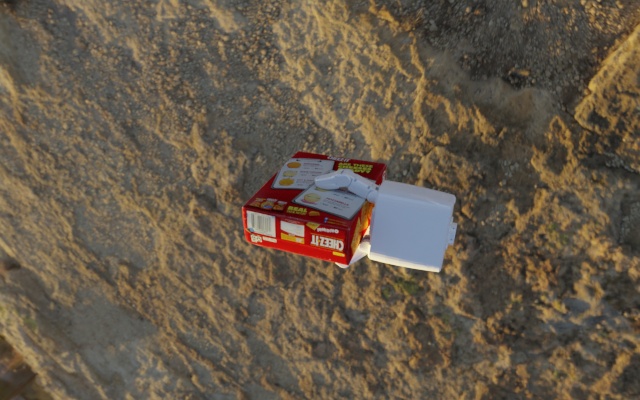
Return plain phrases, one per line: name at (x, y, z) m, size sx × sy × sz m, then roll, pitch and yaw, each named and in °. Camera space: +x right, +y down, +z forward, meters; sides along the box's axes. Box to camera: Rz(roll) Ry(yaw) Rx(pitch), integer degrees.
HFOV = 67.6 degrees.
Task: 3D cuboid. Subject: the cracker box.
cracker box at (0.000, 0.002, 0.754) m, size 0.164 × 0.072 × 0.213 m, roll 10°, pitch 31°, yaw 17°
